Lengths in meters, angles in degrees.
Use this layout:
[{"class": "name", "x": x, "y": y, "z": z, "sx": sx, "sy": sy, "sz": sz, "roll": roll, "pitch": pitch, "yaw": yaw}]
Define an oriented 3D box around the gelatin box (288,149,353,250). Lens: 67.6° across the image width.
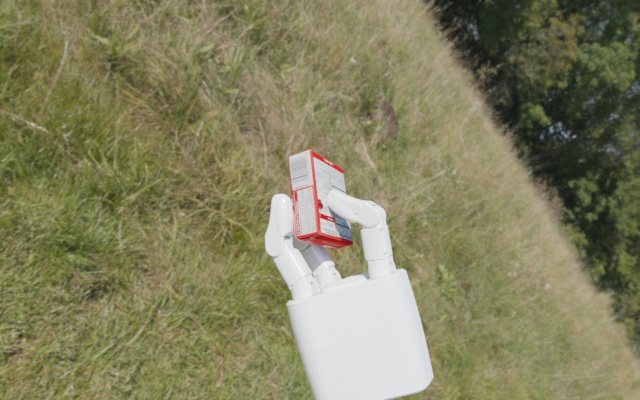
[{"class": "gelatin box", "x": 0.000, "y": 0.001, "z": 0.487, "sx": 0.030, "sy": 0.089, "sz": 0.073, "roll": -14, "pitch": -18, "yaw": 26}]
